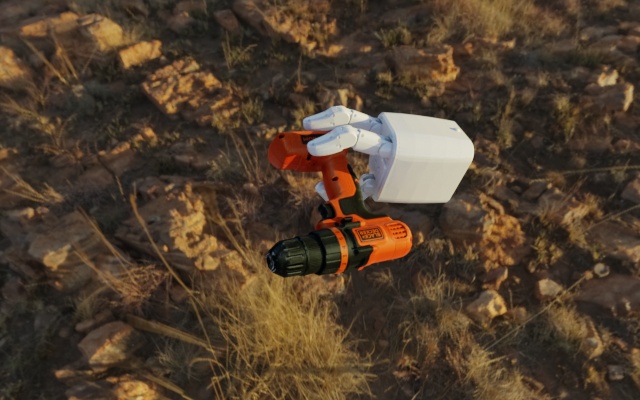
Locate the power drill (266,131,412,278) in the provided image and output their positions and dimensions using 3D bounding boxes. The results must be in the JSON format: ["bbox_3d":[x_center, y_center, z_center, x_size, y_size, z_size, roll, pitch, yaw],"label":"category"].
[{"bbox_3d":[0.000,0.001,0.576,0.184,0.187,0.057,-5,-33,-31],"label":"power drill"}]
